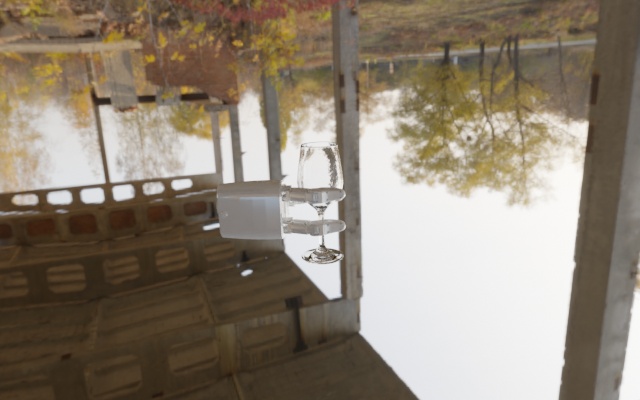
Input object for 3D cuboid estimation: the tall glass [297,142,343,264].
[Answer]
[{"bbox_3d":[0.000,0.003,0.819,0.079,0.201,0.079,-1,15,0],"label":"tall glass"}]
